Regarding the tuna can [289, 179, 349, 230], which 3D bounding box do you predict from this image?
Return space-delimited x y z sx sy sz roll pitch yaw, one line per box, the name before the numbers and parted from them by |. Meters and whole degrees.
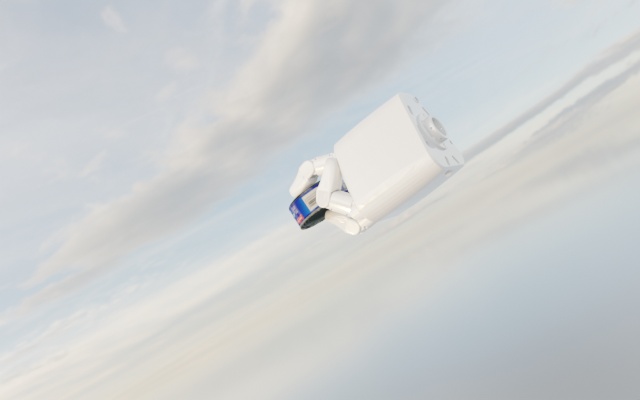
tuna can | 0.000 0.002 0.649 0.086 0.033 0.086 -33 -12 -8
